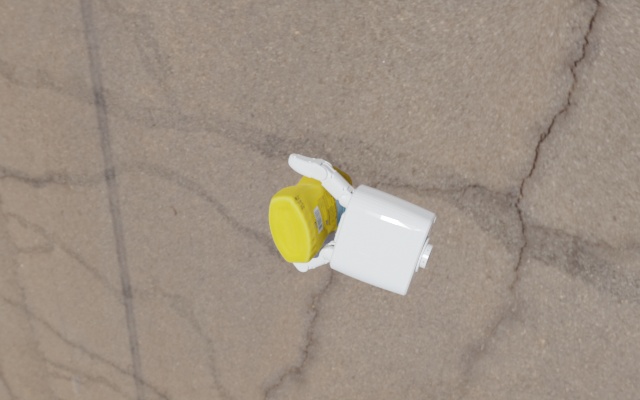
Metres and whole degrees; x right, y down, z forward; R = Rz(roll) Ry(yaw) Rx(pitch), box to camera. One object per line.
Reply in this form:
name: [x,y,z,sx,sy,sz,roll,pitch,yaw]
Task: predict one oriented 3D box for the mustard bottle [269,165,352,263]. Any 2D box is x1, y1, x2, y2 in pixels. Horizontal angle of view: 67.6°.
mustard bottle: [0.000,0.002,0.669,0.058,0.096,0.191,-4,21,28]
